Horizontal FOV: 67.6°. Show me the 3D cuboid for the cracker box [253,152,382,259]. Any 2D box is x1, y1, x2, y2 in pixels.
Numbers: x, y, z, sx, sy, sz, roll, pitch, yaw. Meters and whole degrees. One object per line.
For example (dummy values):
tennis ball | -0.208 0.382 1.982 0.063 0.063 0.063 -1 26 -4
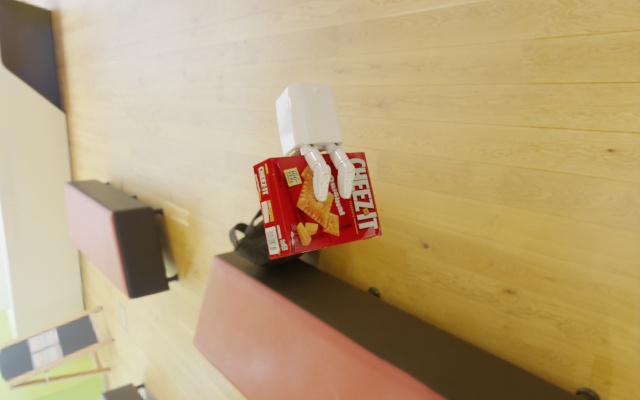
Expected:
cracker box | 0.000 0.003 0.845 0.213 0.164 0.072 -8 -5 -38
